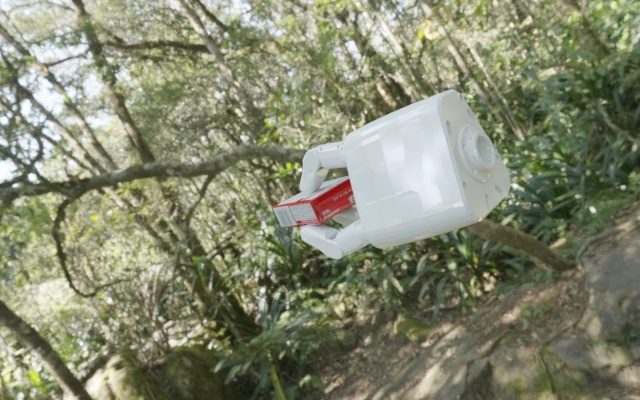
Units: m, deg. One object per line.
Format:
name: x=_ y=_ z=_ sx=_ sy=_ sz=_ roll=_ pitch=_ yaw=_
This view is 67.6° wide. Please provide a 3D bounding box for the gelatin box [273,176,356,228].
gelatin box: x=0.000 y=0.001 z=0.531 sx=0.073 sy=0.030 sz=0.089 roll=-29 pitch=10 yaw=-31
